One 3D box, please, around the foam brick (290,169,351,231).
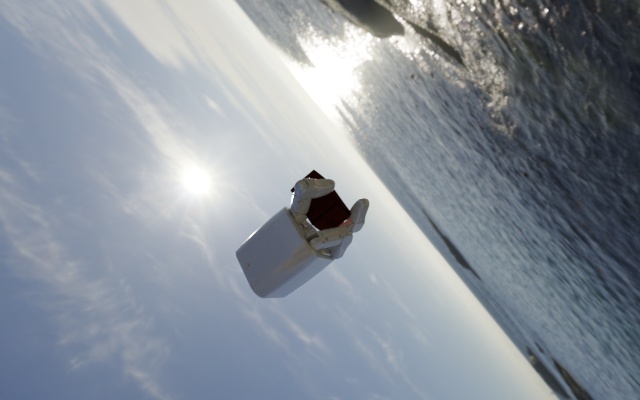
[{"bbox_3d":[0.000,0.002,0.724,0.051,0.078,0.053,-41,-37,9],"label":"foam brick"}]
